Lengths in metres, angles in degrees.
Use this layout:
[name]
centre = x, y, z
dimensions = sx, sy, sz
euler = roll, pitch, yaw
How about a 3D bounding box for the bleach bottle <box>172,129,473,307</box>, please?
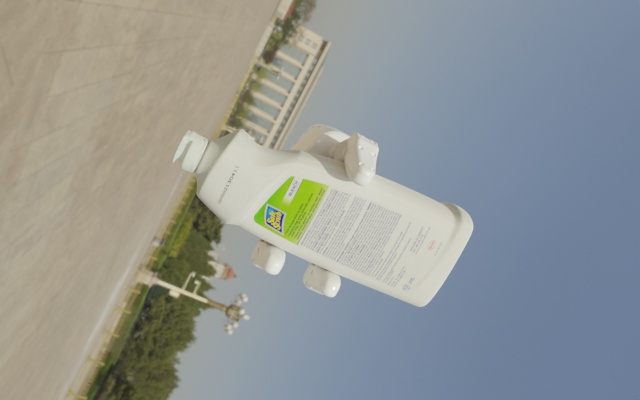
[bleach bottle]
centre = 0.000, 0.001, 0.413
dimensions = 0.251, 0.102, 0.068
euler = 26, 9, -14
